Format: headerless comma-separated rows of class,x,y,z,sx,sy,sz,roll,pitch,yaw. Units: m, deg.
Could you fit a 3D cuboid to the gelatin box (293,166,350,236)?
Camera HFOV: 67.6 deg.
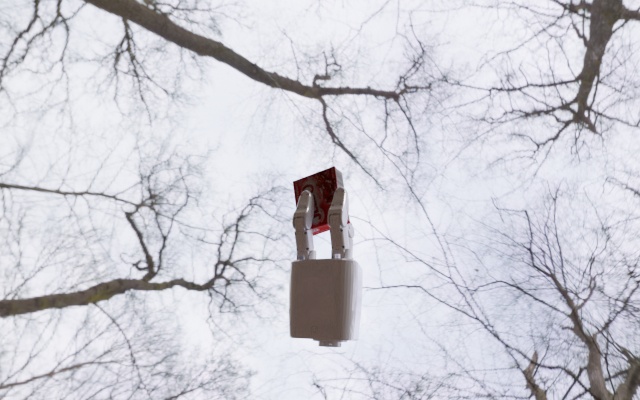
gelatin box,0.000,0.002,0.707,0.073,0.089,0.030,-19,-28,22
